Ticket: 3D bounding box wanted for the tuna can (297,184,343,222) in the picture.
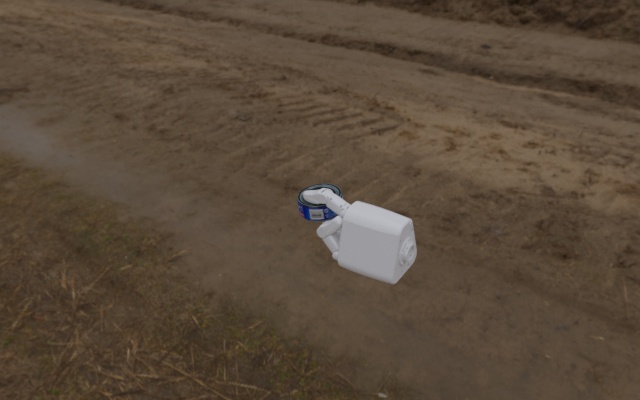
[{"bbox_3d":[0.000,0.002,0.887,0.086,0.034,0.086,-6,31,4],"label":"tuna can"}]
